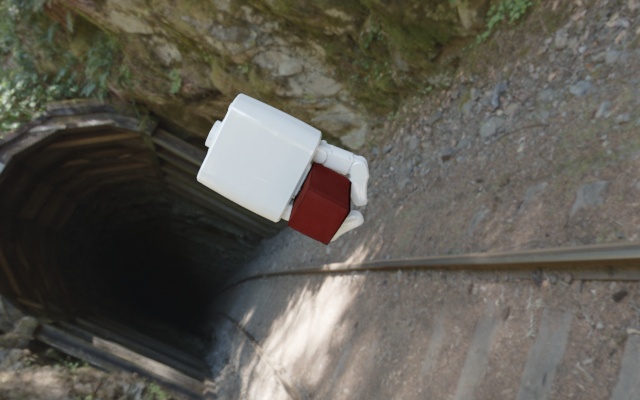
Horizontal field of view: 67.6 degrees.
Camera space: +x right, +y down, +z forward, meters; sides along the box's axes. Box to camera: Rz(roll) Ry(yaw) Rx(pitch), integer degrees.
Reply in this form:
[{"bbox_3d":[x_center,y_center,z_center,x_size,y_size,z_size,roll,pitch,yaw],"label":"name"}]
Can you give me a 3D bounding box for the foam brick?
[{"bbox_3d":[0.000,0.002,0.533,0.051,0.053,0.078,27,25,-9],"label":"foam brick"}]
